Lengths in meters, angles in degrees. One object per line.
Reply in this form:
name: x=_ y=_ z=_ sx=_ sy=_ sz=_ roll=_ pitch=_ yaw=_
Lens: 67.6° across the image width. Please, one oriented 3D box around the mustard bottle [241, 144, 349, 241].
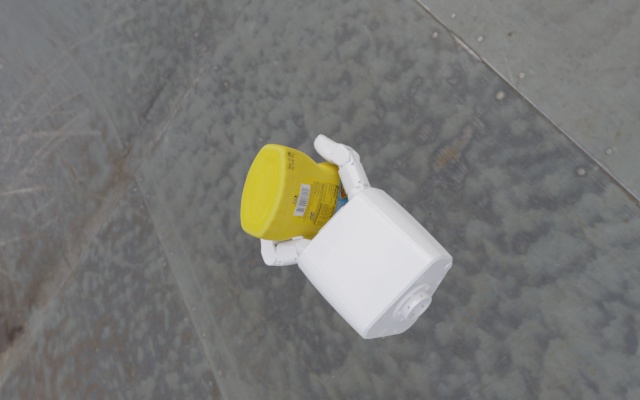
mustard bottle: x=0.000 y=0.002 z=0.546 sx=0.058 sy=0.096 sz=0.191 roll=16 pitch=3 yaw=39
